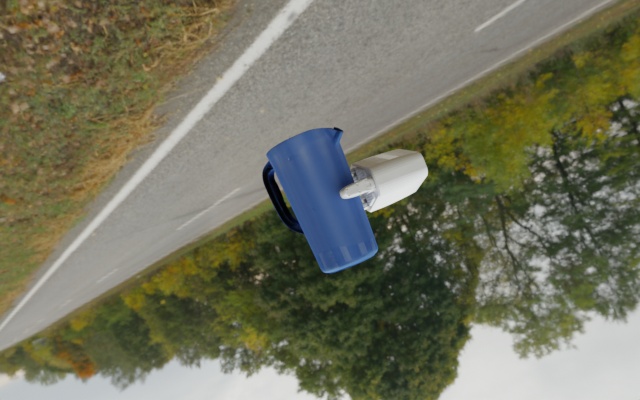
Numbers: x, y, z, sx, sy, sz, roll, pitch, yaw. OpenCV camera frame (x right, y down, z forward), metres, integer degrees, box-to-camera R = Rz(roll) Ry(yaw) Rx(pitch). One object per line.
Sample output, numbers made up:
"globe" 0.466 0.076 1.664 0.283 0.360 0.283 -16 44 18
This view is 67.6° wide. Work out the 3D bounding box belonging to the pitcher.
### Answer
"pitcher" 0.000 0.003 0.852 0.145 0.243 0.149 -22 -3 -15
